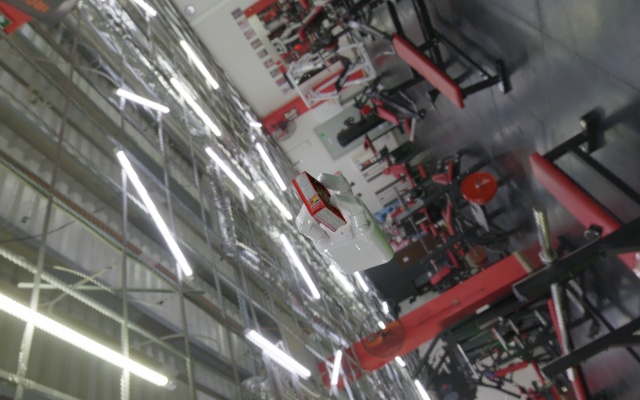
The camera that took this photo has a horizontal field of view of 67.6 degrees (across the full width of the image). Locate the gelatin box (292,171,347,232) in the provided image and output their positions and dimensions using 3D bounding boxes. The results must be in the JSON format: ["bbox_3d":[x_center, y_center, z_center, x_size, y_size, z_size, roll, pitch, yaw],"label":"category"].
[{"bbox_3d":[0.000,0.003,0.747,0.030,0.073,0.089,-36,-31,11],"label":"gelatin box"}]
